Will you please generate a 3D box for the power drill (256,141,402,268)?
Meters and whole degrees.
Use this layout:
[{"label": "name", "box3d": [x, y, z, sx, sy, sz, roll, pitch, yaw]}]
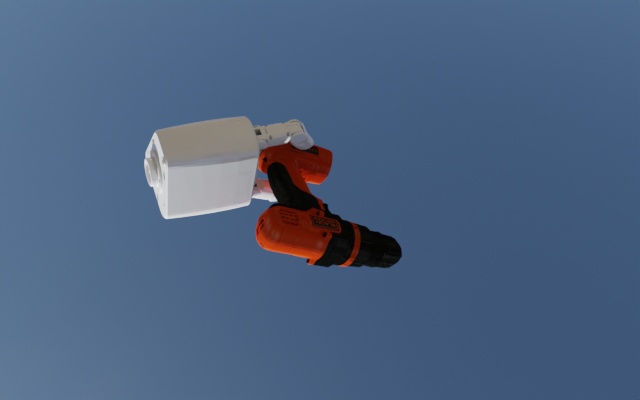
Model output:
[{"label": "power drill", "box3d": [0.000, 0.002, 0.589, 0.184, 0.057, 0.187, 15, 33, -29]}]
